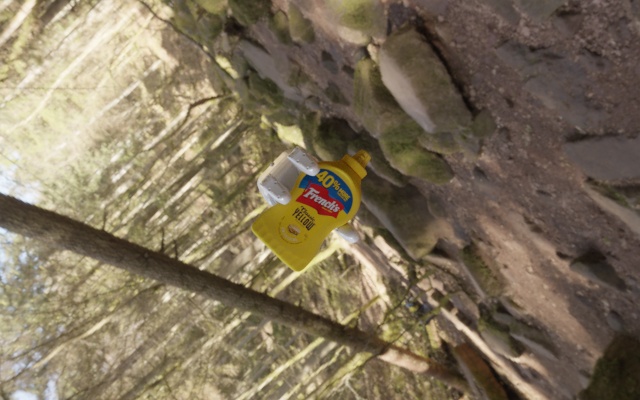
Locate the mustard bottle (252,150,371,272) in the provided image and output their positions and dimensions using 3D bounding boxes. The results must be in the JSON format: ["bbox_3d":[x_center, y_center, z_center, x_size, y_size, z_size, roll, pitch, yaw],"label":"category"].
[{"bbox_3d":[0.000,0.002,0.676,0.096,0.191,0.058,44,-3,2],"label":"mustard bottle"}]
